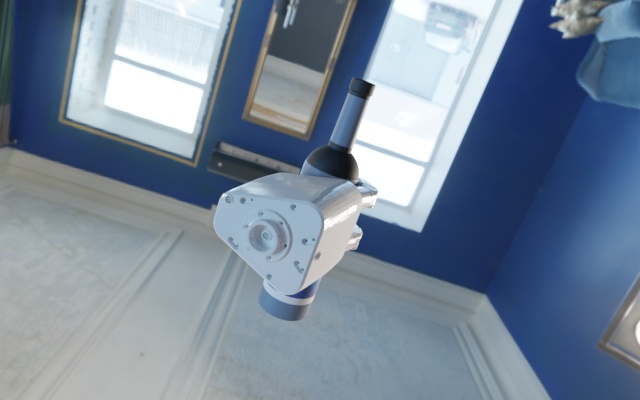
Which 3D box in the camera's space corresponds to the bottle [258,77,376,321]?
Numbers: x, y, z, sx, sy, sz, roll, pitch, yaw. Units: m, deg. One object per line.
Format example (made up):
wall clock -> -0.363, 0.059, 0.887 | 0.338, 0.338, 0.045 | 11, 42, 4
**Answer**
bottle -> 0.000, 0.002, 0.564 | 0.069, 0.296, 0.069 | 18, 18, -6
